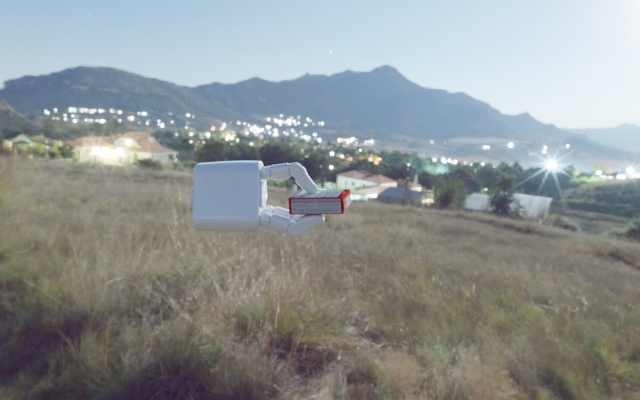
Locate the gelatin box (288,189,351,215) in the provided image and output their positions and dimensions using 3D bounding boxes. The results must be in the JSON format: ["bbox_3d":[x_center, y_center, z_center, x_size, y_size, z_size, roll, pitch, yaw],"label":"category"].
[{"bbox_3d":[0.000,0.002,0.776,0.089,0.030,0.073,-2,10,14],"label":"gelatin box"}]
